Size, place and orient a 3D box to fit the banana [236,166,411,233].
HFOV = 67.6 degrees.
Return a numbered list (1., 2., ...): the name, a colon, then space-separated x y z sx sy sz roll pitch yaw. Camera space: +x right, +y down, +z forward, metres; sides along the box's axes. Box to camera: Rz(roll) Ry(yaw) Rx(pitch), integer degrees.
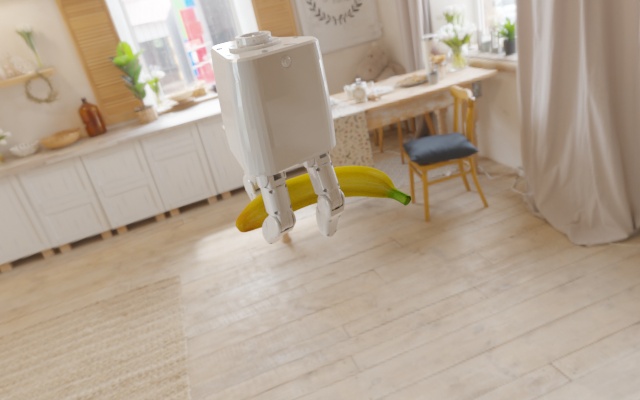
1. banana: -0.001 -0.008 0.542 0.198 0.037 0.069 -11 31 -10
